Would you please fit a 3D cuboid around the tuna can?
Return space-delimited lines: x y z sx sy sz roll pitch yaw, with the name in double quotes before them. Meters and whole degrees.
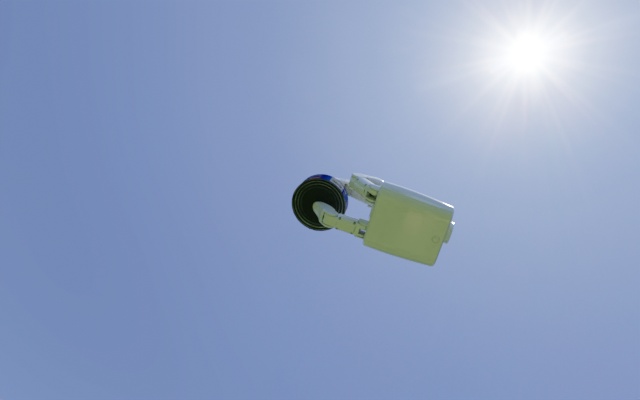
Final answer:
"tuna can" 0.000 0.002 0.750 0.086 0.086 0.033 0 18 13
